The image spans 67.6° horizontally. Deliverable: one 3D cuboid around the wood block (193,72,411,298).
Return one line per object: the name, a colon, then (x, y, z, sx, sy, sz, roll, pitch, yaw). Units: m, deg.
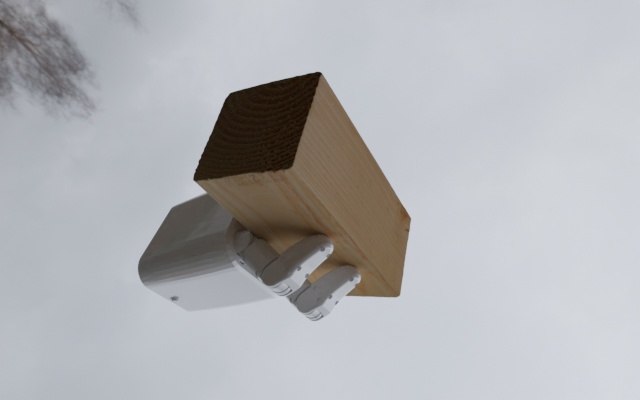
wood block: (0.000, 0.001, 0.416, 0.090, 0.090, 0.206, -5, -35, 29)
